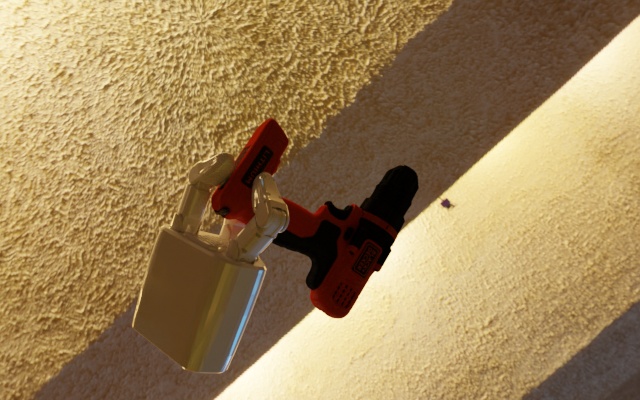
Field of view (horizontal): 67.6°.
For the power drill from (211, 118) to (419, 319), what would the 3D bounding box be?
[{"bbox_3d":[0.000,0.002,0.490,0.188,0.184,0.057,36,-16,-16],"label":"power drill"}]
